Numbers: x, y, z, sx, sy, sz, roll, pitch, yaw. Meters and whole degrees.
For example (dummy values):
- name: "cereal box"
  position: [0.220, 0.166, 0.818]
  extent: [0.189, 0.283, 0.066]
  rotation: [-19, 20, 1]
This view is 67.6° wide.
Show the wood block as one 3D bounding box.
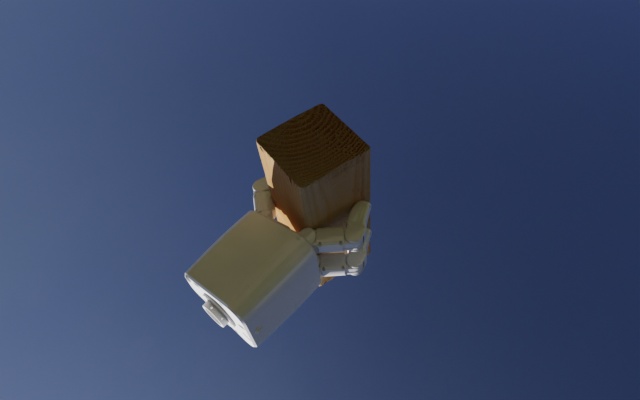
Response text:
- name: "wood block"
  position: [0.000, 0.002, 0.573]
  extent: [0.090, 0.090, 0.206]
  rotation: [-32, -33, -17]
